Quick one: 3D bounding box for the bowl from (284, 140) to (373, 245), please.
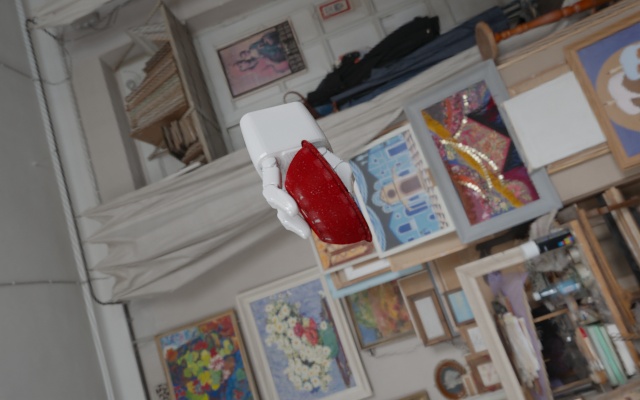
[{"bbox_3d":[0.000,0.003,0.625,0.055,0.162,0.162,-34,4,-6],"label":"bowl"}]
